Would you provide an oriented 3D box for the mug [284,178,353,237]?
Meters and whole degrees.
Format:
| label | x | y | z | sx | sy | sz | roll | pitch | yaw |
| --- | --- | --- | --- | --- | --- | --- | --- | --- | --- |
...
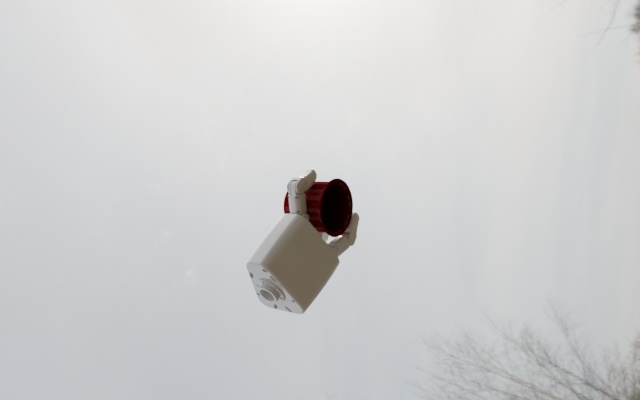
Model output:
| label | x | y | z | sx | sy | sz | roll | pitch | yaw |
| --- | --- | --- | --- | --- | --- | --- | --- | --- | --- |
| mug | 0.001 | 0.002 | 0.786 | 0.081 | 0.093 | 0.117 | 3 | 40 | 37 |
